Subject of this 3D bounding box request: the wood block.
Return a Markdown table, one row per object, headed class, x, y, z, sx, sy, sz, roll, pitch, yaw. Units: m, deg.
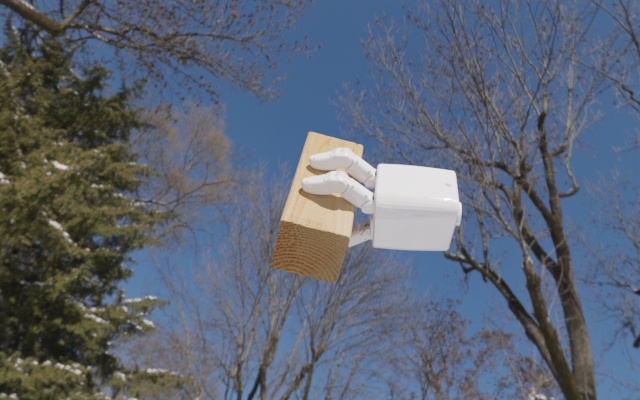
| class | x | y | z | sx | sy | sz | roll | pitch | yaw |
| --- | --- | --- | --- | --- | --- | --- | --- | --- | --- |
| wood block | 0.000 | 0.002 | 0.677 | 0.090 | 0.091 | 0.206 | 14 | 40 | -1 |
